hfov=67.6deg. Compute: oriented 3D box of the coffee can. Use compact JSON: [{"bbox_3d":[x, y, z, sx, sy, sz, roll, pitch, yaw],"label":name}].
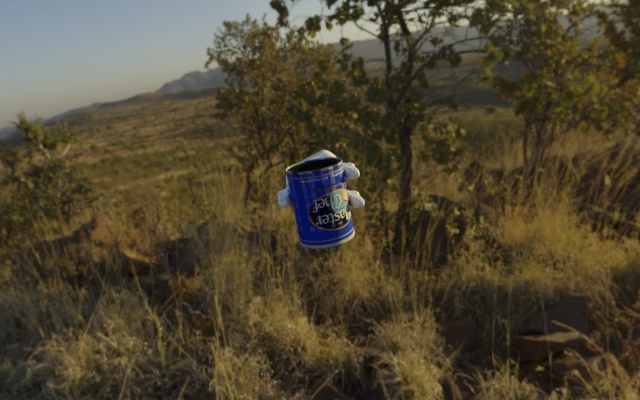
[{"bbox_3d":[0.000,0.003,0.858,0.103,0.140,0.102,-10,16,3],"label":"coffee can"}]
